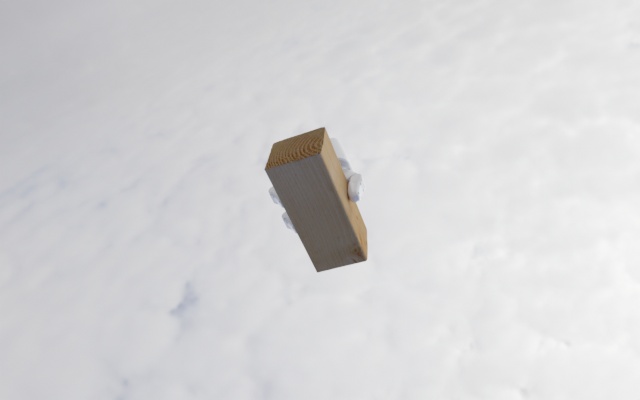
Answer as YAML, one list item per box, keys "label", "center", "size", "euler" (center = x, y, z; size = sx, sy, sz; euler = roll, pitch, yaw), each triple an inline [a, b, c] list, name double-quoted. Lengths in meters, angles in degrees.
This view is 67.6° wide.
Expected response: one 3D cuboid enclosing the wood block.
- label: "wood block"
  center: [0.000, 0.002, 0.758]
  size: [0.091, 0.206, 0.090]
  euler: [-16, 31, 15]
